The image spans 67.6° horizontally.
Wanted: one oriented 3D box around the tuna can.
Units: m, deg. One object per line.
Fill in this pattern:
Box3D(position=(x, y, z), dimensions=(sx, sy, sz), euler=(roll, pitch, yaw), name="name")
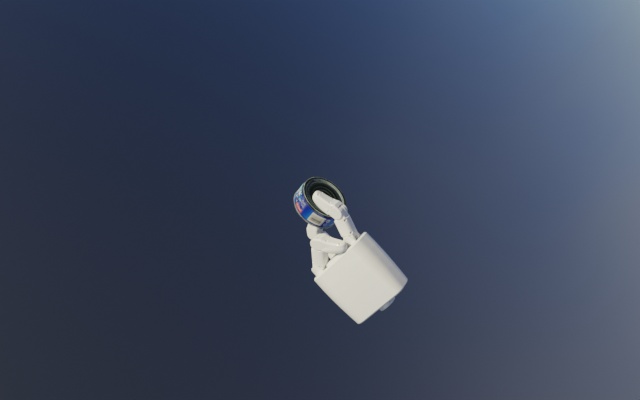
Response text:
Box3D(position=(0.000, 0.002, 0.803), dimensions=(0.086, 0.086, 0.034), euler=(0, -35, -36), name="tuna can")
